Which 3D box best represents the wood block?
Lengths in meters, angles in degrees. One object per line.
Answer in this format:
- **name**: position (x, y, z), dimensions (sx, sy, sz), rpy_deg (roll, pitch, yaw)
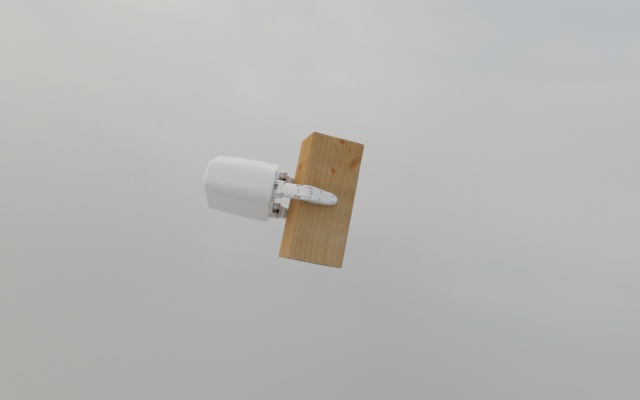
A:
- **wood block**: position (0.000, 0.002, 0.799), dimensions (0.090, 0.206, 0.091), rpy_deg (13, -8, -14)
